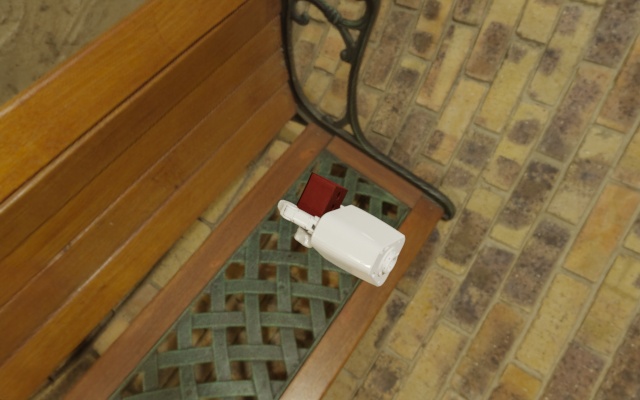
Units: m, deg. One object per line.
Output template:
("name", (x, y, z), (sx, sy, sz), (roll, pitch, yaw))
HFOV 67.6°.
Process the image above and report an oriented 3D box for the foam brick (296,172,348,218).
("foam brick", (0.000, 0.002, 0.778), (0.051, 0.078, 0.053), (28, 6, 26))
